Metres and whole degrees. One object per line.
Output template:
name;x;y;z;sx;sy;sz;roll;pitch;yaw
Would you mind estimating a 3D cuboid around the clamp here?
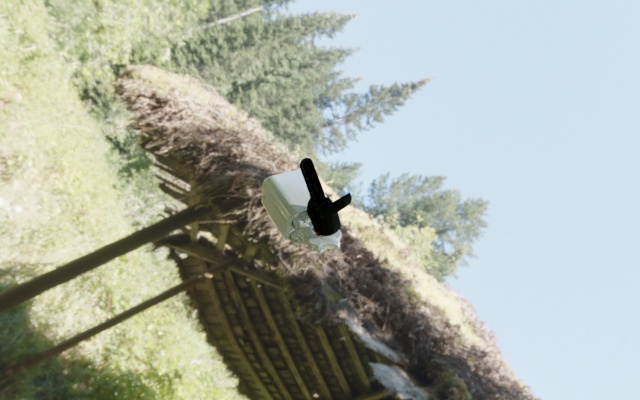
clamp;0.001;0.003;0.863;0.039;0.120;0.172;-26;-26;-25
